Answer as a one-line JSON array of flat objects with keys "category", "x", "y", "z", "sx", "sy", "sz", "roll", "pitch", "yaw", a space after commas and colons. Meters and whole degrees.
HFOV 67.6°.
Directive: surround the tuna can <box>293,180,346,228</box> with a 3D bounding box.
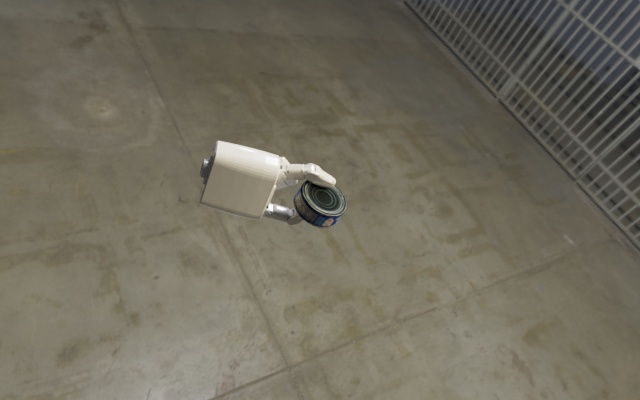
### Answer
[{"category": "tuna can", "x": 0.000, "y": 0.002, "z": 0.803, "sx": 0.086, "sy": 0.086, "sz": 0.034, "roll": 0, "pitch": -38, "yaw": -34}]
